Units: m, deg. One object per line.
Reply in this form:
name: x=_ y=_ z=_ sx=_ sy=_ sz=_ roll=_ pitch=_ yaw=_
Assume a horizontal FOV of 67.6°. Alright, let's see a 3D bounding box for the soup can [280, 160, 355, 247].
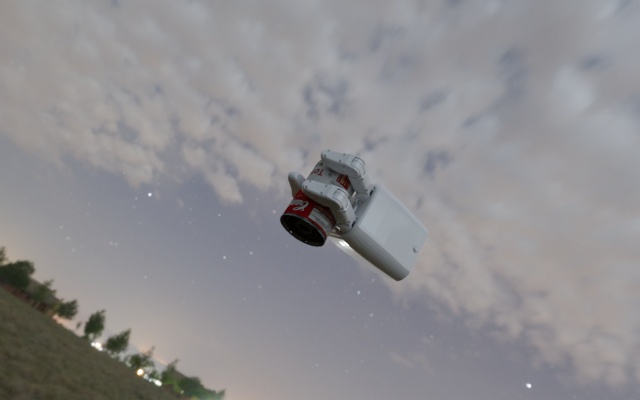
soup can: x=0.000 y=0.002 z=0.647 sx=0.068 sy=0.102 sz=0.068 roll=25 pitch=-28 yaw=14
